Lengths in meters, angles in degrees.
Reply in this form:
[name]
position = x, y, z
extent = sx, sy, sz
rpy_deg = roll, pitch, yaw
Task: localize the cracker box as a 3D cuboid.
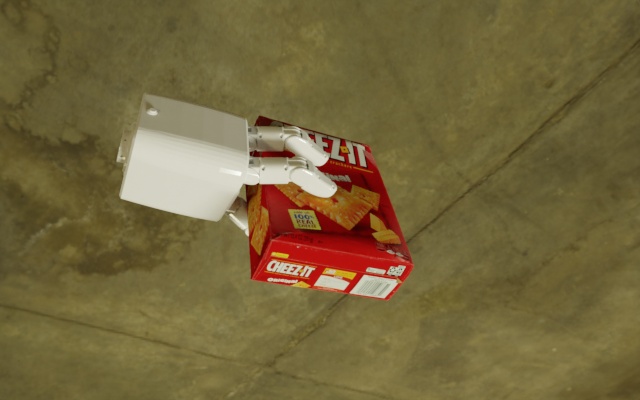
[cracker box]
position = 0.000, 0.002, 0.556
extent = 0.164, 0.072, 0.213
rpy_deg = 13, 39, -22
